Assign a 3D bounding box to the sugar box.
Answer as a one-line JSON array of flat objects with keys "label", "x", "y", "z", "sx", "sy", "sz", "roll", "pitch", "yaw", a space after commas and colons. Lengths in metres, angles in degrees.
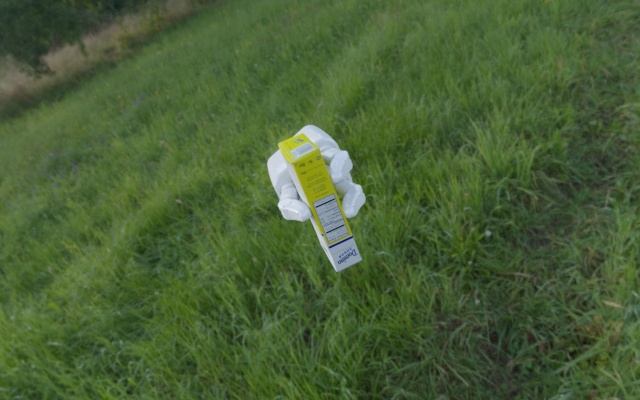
[{"label": "sugar box", "x": 0.001, "y": 0.002, "z": 0.659, "sx": 0.048, "sy": 0.176, "sz": 0.093, "roll": -27, "pitch": 26, "yaw": -4}]
